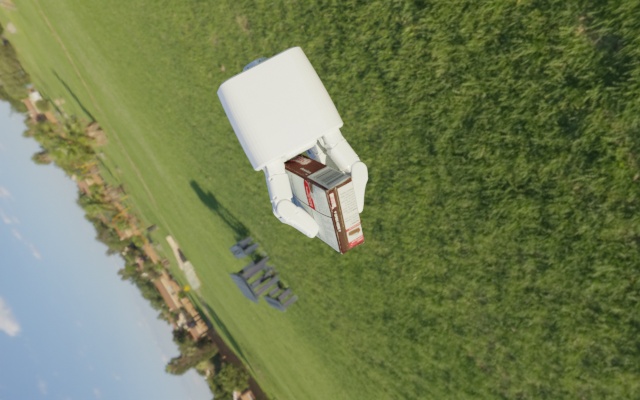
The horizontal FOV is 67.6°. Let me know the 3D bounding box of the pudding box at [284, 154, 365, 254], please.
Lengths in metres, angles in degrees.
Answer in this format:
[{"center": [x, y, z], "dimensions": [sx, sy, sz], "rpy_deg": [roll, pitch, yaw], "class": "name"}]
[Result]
[{"center": [0.000, 0.002, 0.577], "dimensions": [0.039, 0.090, 0.113], "rpy_deg": [-27, 31, -22], "class": "pudding box"}]
